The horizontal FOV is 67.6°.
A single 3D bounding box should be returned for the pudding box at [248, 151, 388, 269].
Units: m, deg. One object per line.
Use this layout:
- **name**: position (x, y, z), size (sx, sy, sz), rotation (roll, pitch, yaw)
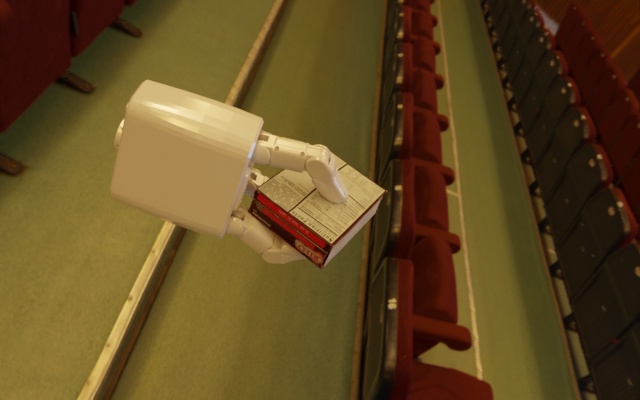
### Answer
- **pudding box**: position (0.000, 0.001, 0.464), size (0.090, 0.039, 0.113), rotation (37, 45, 13)
